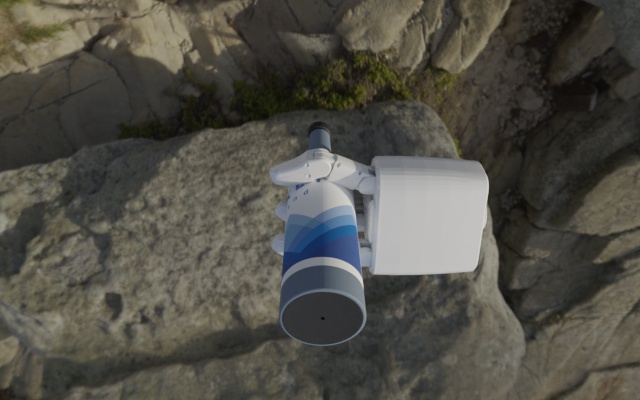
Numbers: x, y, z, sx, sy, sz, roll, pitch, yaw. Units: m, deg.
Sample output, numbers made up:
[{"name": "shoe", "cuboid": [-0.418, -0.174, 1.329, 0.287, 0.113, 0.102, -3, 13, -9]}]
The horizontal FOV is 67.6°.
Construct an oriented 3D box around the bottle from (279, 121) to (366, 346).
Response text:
[{"name": "bottle", "cuboid": [0.000, 0.002, 0.478, 0.069, 0.069, 0.295, 0, 37, -1]}]
